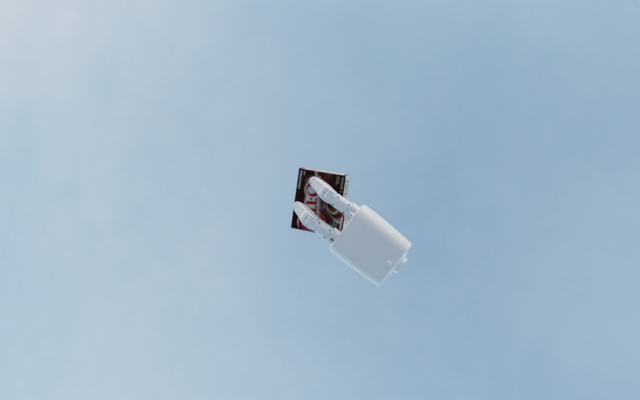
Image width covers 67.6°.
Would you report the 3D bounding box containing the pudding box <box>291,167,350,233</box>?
[{"bbox_3d":[0.000,0.003,0.854,0.090,0.113,0.039,10,5,17],"label":"pudding box"}]
